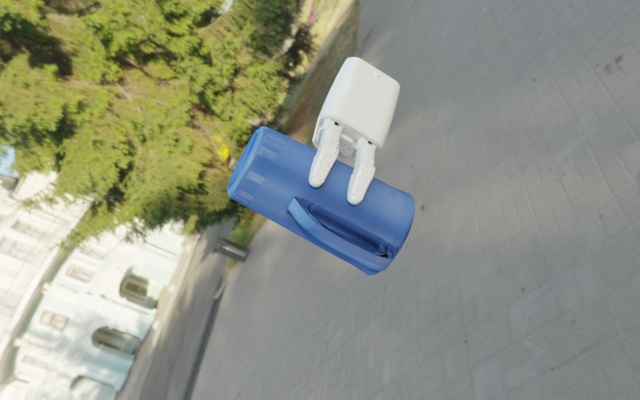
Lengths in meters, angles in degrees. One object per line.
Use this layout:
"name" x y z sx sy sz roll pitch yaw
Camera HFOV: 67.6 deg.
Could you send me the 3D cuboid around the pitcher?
"pitcher" 0.000 0.002 0.660 0.243 0.145 0.149 27 -21 -14
